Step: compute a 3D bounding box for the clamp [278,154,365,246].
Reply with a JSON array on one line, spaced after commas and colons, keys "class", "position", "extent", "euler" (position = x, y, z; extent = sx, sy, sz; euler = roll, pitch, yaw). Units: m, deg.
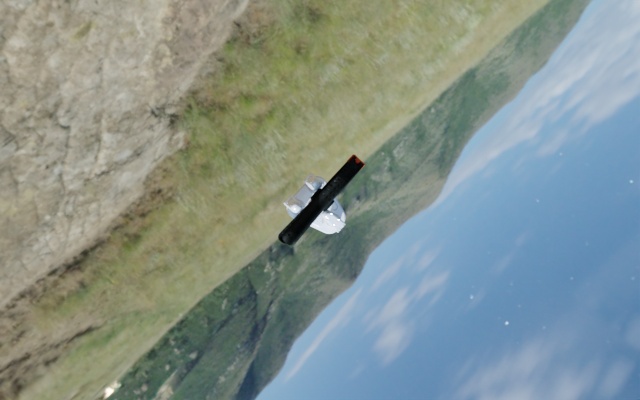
[{"class": "clamp", "position": [0.001, 0.003, 0.834], "extent": [0.036, 0.210, 0.164], "euler": [43, -1, -4]}]
